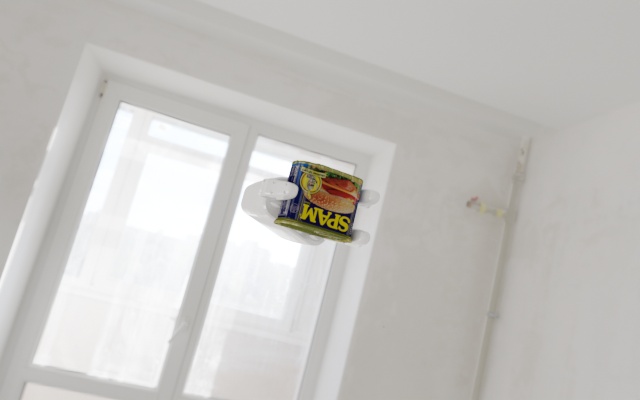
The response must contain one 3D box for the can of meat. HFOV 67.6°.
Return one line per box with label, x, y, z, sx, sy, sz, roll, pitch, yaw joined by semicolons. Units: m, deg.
can of meat;0.000;0.002;0.617;0.102;0.084;0.057;18;-10;-24
